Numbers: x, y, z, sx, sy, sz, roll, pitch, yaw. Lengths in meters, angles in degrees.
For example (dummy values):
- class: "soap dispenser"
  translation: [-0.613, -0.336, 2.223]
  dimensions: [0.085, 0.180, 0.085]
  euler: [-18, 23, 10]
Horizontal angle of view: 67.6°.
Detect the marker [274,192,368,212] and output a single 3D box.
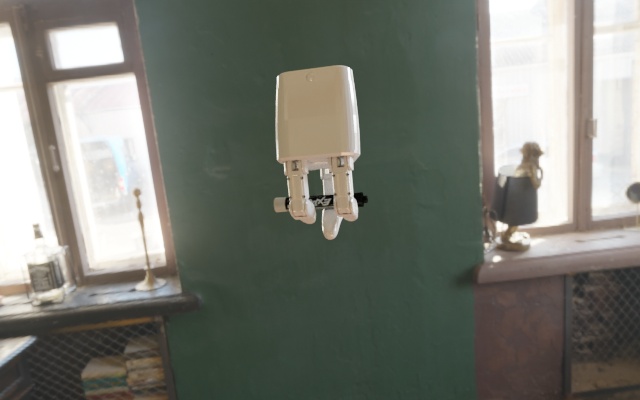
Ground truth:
- class: "marker"
  translation: [0.000, 0.002, 0.613]
  dimensions: [0.121, 0.020, 0.020]
  euler: [-4, -1, 13]
